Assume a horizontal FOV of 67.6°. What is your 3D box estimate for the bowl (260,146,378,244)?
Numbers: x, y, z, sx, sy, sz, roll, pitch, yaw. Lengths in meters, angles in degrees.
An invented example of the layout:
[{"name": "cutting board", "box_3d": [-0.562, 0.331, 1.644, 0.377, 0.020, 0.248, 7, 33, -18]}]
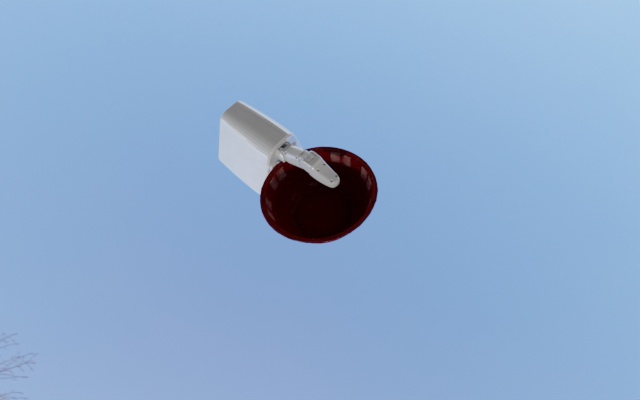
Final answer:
[{"name": "bowl", "box_3d": [0.001, 0.003, 0.666, 0.162, 0.162, 0.055, 0, -36, 10]}]
